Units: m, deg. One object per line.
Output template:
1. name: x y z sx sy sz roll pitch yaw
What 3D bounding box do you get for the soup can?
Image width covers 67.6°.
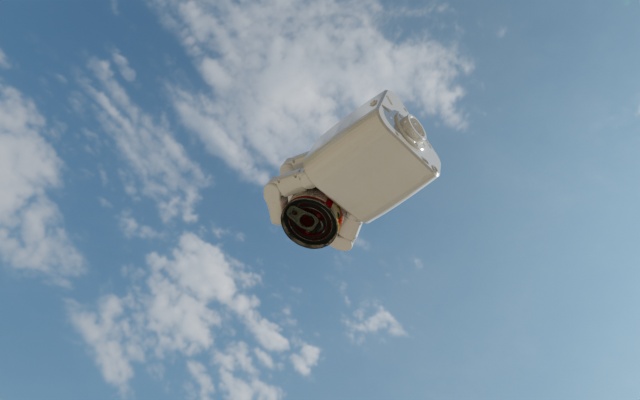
1. soup can: 0.000 0.002 0.580 0.068 0.068 0.102 0 30 18
